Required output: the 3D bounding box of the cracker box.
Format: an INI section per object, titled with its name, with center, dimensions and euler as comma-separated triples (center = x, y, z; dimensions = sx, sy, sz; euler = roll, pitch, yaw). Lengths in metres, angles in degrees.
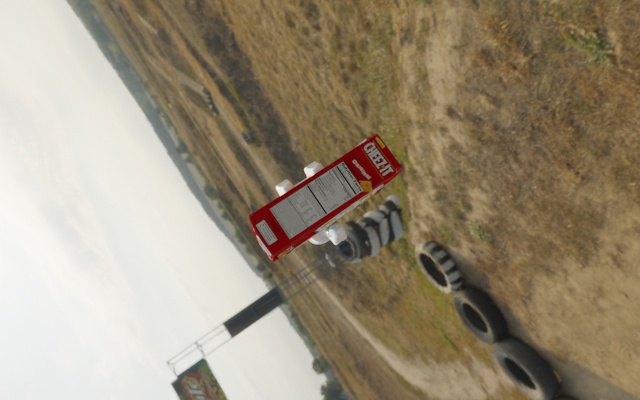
[cracker box]
center = 0.000, 0.003, 0.705
dimensions = 0.213, 0.072, 0.164
euler = -34, -5, -10
